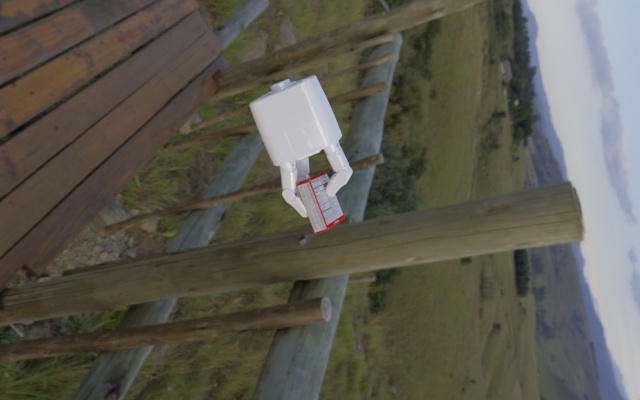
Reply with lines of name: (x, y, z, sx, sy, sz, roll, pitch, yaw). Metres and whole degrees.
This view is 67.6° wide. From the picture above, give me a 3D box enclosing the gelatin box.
gelatin box: (0.001, 0.003, 0.794, 0.030, 0.089, 0.073, -20, 4, 27)
